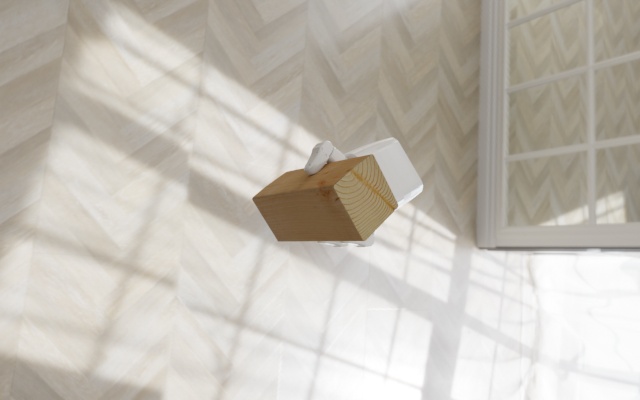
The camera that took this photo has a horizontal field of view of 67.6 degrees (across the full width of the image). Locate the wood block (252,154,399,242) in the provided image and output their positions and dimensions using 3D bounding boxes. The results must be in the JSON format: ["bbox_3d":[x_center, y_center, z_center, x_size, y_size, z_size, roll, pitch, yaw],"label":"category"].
[{"bbox_3d":[0.000,0.002,0.720,0.090,0.091,0.206,-40,20,-34],"label":"wood block"}]
